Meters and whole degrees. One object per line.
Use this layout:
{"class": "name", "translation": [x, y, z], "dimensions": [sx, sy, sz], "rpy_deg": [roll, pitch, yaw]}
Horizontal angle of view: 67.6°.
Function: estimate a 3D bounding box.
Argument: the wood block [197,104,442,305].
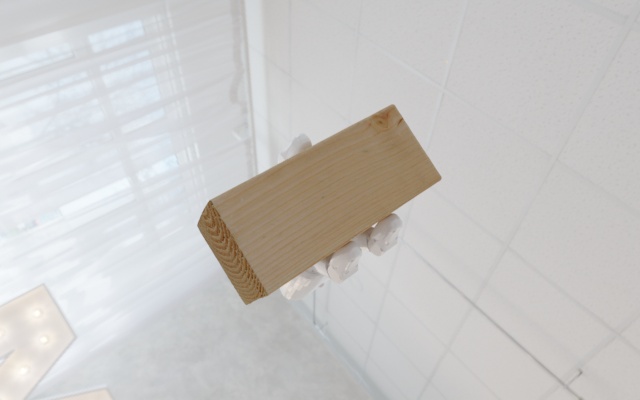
{"class": "wood block", "translation": [0.000, 0.001, 0.455], "dimensions": [0.206, 0.091, 0.090], "rpy_deg": [-31, -4, -27]}
